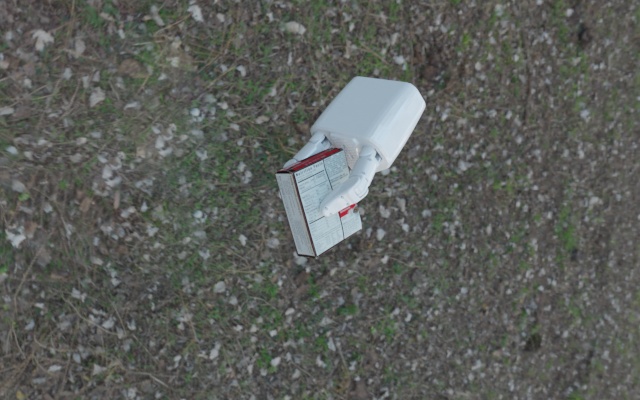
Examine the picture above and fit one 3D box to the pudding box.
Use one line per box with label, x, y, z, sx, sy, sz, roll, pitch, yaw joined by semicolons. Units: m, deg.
pudding box;0.000;0.002;0.583;0.090;0.113;0.039;-27;19;-38
